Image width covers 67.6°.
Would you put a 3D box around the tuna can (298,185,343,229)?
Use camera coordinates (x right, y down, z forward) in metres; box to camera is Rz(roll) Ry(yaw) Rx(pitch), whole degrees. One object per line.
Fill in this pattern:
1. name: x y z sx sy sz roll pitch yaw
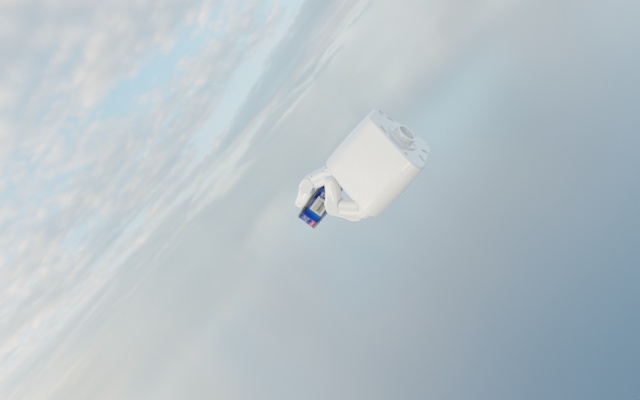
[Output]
1. tuna can: 0.000 0.002 0.789 0.034 0.086 0.086 36 -3 -3
